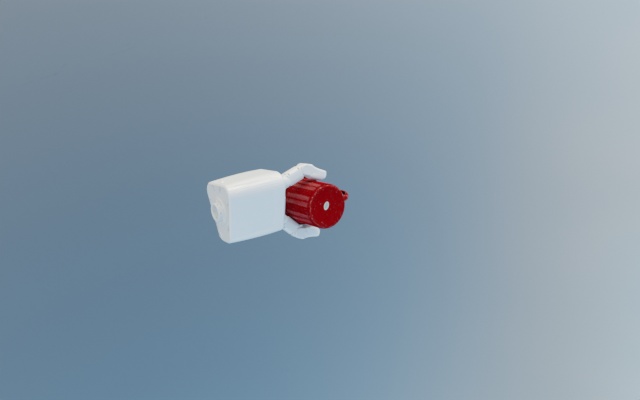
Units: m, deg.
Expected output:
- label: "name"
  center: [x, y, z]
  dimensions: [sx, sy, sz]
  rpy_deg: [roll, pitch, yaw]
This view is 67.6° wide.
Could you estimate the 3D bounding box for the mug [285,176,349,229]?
- label: "mug"
  center: [0.001, 0.003, 0.880]
  dimensions: [0.117, 0.093, 0.081]
  rpy_deg: [-15, 17, -32]
